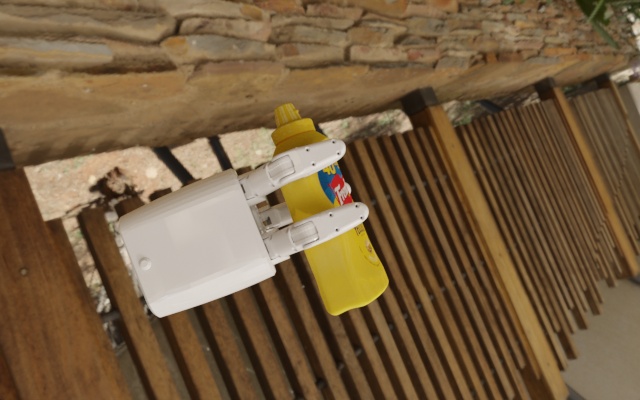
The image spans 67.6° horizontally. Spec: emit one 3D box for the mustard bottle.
[{"bbox_3d":[0.000,0.002,0.440,0.058,0.191,0.096,-23,-3,18],"label":"mustard bottle"}]
